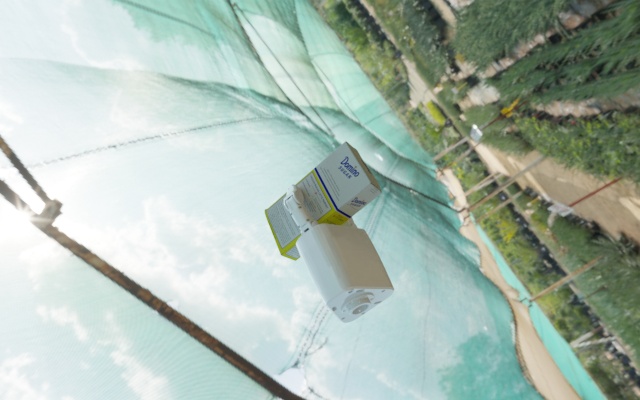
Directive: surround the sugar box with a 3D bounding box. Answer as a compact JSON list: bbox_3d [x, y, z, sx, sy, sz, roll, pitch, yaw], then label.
[{"bbox_3d":[0.000,0.003,0.724,0.176,0.093,0.048,-37,-36,15],"label":"sugar box"}]
